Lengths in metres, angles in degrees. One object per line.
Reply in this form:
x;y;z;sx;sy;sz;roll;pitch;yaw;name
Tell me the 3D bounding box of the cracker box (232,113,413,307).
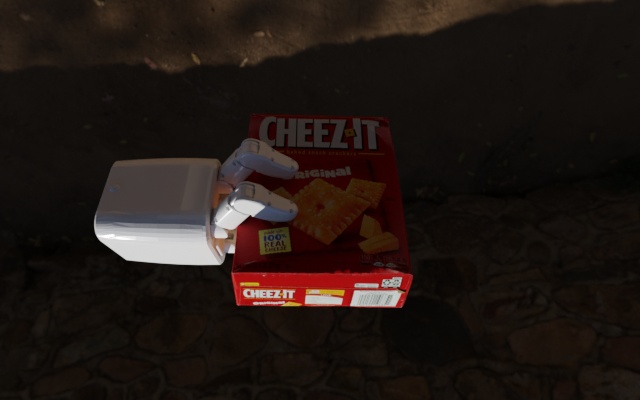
0.000;0.002;0.503;0.164;0.213;0.072;2;-38;-3;cracker box
